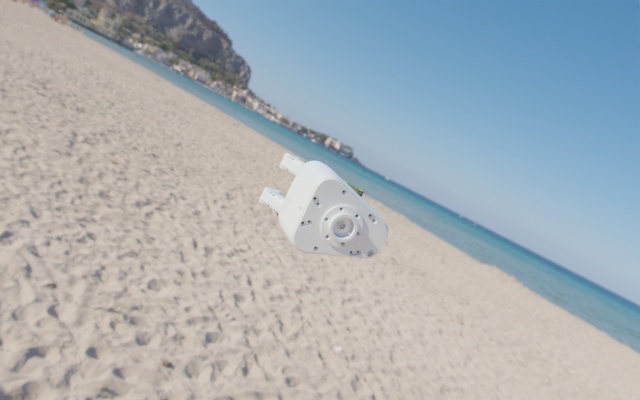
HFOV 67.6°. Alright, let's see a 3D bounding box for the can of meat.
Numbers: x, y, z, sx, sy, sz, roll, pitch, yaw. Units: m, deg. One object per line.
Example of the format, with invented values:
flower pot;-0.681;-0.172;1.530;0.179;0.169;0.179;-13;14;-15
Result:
can of meat;0.000;0.002;0.683;0.102;0.084;0.057;25;7;-13
